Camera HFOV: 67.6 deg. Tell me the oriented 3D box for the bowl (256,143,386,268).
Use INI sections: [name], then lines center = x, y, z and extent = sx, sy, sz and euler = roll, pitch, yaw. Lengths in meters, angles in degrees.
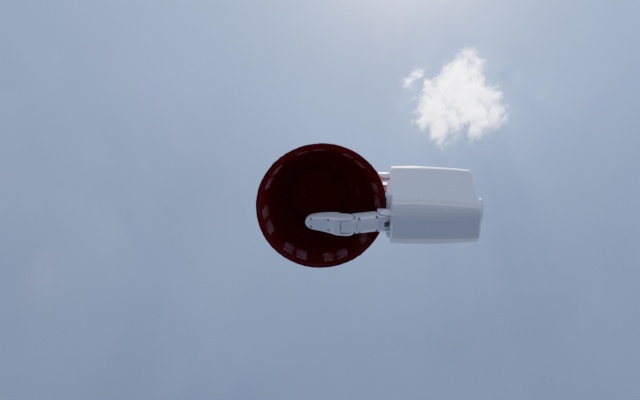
[bowl]
center = -0.001, 0.002, 0.611
extent = 0.162, 0.162, 0.055
euler = 0, 18, -3
